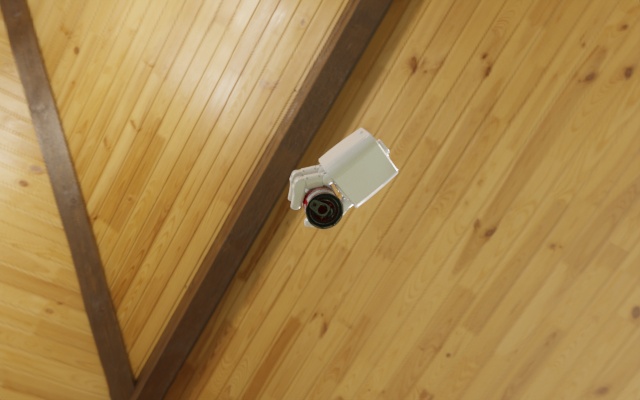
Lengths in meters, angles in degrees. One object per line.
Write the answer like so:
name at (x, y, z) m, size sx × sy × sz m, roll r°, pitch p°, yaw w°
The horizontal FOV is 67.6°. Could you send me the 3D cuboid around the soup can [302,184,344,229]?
soup can at (0.000, 0.003, 0.883) m, size 0.068 × 0.068 × 0.102 m, roll 0°, pitch 18°, yaw -9°
